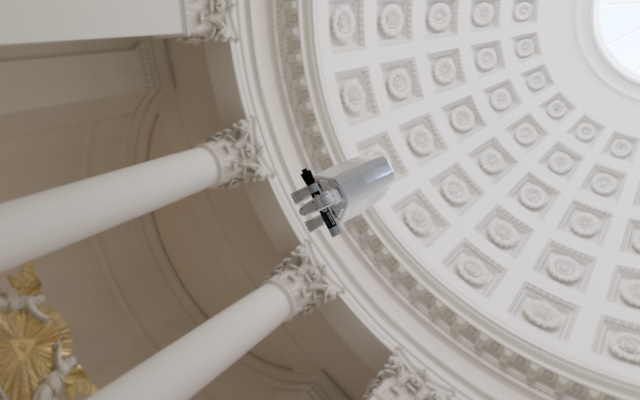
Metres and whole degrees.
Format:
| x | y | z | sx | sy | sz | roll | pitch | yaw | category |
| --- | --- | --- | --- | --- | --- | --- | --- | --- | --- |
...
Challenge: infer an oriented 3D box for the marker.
| x | y | z | sx | sy | sz | roll | pitch | yaw | category |
| --- | --- | --- | --- | --- | --- | --- | --- | --- | --- |
| 0.000 | 0.003 | 0.780 | 0.020 | 0.121 | 0.020 | -27 | 0 | 0 | marker |
